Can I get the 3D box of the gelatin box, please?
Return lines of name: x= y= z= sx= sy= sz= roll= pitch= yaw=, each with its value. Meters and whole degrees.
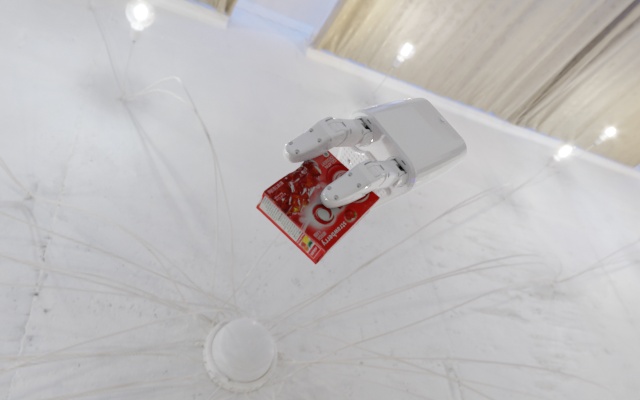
gelatin box: x=0.000 y=0.002 z=0.424 sx=0.089 sy=0.073 sz=0.030 roll=-40 pitch=-10 yaw=-39
